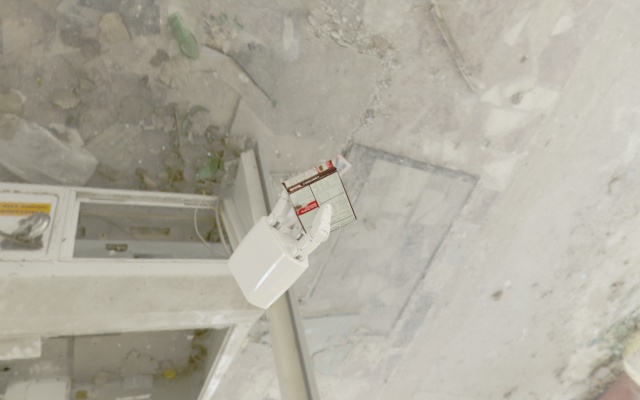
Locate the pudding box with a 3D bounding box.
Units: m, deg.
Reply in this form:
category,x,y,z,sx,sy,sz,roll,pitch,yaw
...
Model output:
category,x,y,z,sx,sy,sz,roll,pitch,yaw
pudding box,0.000,0.003,0.776,0.090,0.114,0.039,-26,38,-4
